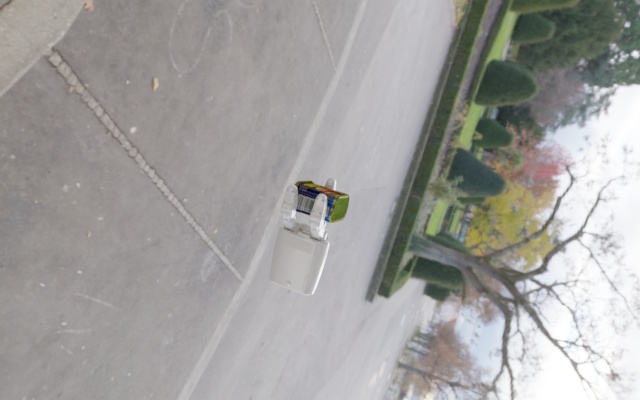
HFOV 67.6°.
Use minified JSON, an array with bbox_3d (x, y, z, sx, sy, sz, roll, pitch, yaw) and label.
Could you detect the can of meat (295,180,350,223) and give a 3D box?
[{"bbox_3d":[0.000,0.003,0.875,0.084,0.057,0.102,19,9,17],"label":"can of meat"}]
